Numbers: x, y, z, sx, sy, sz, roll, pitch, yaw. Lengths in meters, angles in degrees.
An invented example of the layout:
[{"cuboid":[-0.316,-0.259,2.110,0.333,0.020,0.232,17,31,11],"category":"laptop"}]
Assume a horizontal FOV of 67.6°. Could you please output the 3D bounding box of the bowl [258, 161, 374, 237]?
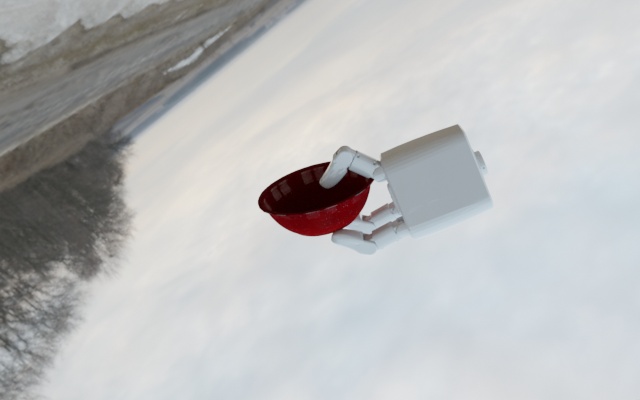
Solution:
[{"cuboid":[-0.001,0.003,0.644,0.162,0.055,0.162,-13,24,6],"category":"bowl"}]
